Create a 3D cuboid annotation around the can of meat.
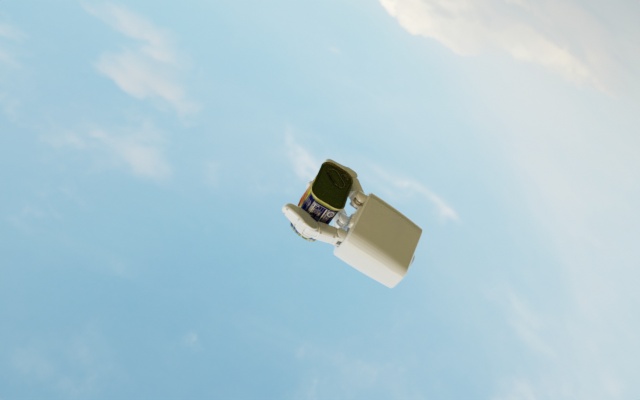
[{"bbox_3d":[0.000,0.003,0.743,0.057,0.084,0.102,30,37,-7],"label":"can of meat"}]
